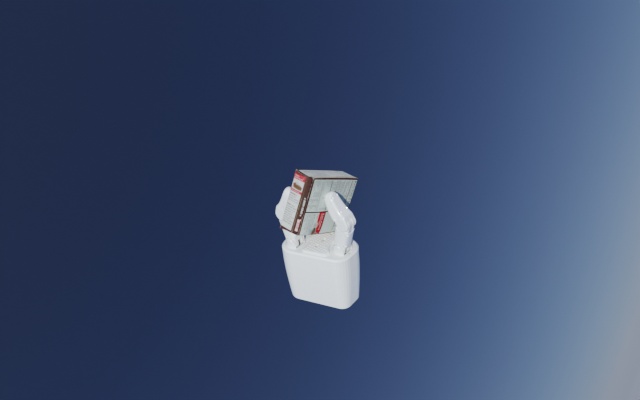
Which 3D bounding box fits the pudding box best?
[{"bbox_3d":[0.000,0.002,0.700,0.039,0.090,0.113,25,16,33],"label":"pudding box"}]
